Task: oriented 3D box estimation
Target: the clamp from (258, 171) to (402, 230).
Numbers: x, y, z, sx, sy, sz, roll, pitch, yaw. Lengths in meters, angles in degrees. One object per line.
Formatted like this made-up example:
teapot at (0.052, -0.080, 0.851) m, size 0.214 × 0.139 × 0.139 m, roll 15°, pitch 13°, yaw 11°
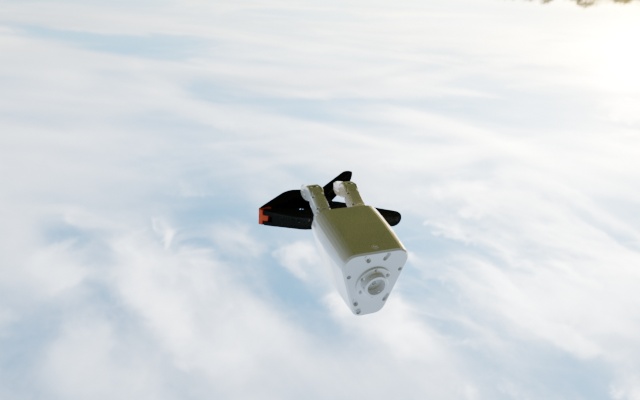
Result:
clamp at (0.000, 0.003, 0.756) m, size 0.210 × 0.036 × 0.164 m, roll -6°, pitch 31°, yaw -19°
